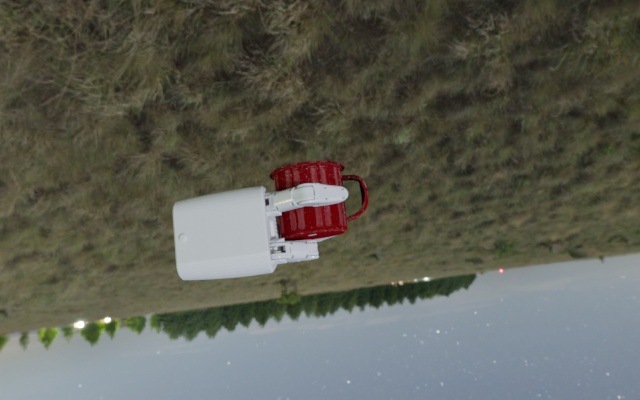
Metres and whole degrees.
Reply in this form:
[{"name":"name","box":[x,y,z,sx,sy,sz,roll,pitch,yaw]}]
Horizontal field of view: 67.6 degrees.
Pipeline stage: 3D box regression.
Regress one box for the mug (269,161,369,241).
[{"name":"mug","box":[0.002,0.002,0.579,0.117,0.081,0.093,-8,-10,4]}]
